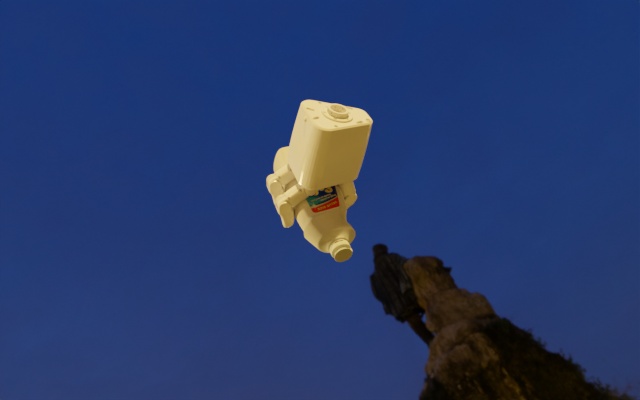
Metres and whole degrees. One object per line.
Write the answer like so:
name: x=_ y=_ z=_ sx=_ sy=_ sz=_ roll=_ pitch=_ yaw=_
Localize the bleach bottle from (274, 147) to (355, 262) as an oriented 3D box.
bleach bottle: x=0.000 y=0.003 z=0.791 sx=0.102 sy=0.068 sz=0.250 roll=-2 pitch=39 yaw=-23
